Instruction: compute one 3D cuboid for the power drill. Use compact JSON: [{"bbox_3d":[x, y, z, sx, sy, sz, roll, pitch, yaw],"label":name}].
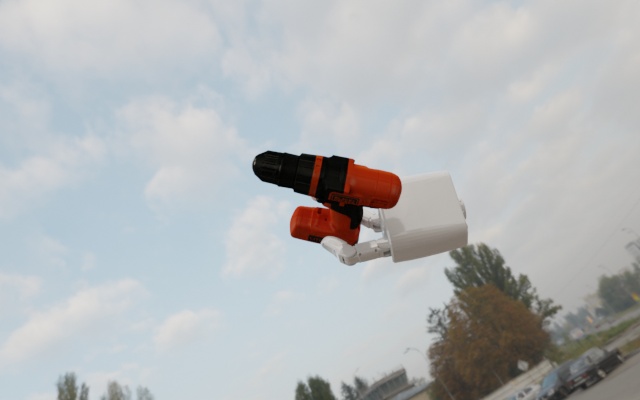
[{"bbox_3d":[0.000,0.002,0.644,0.184,0.057,0.188,13,-24,-1],"label":"power drill"}]
